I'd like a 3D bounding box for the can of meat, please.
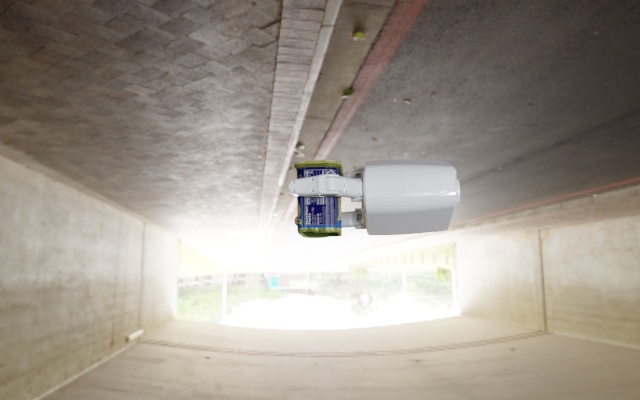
[{"bbox_3d":[0.000,0.002,0.594,0.057,0.084,0.102,-2,-8,4],"label":"can of meat"}]
